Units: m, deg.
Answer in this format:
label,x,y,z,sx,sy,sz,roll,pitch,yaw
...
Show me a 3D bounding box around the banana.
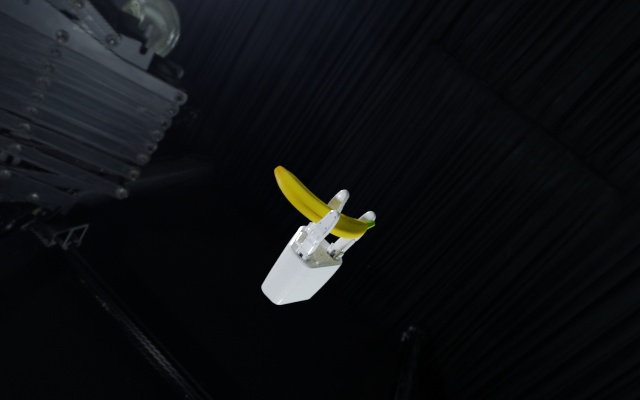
label,x,y,z,sx,sy,sz,roll,pitch,yaw
banana,0.000,0.013,0.802,0.198,0.037,0.069,32,27,-7
